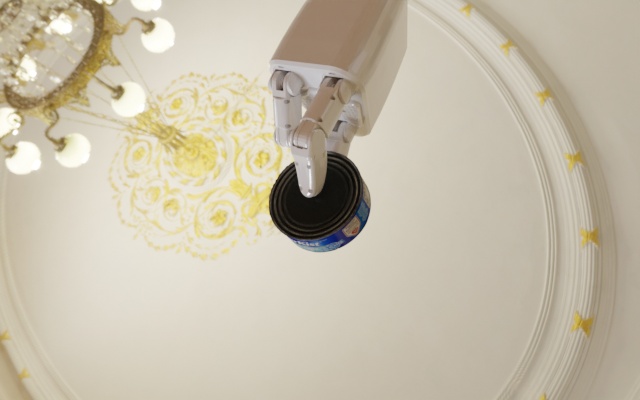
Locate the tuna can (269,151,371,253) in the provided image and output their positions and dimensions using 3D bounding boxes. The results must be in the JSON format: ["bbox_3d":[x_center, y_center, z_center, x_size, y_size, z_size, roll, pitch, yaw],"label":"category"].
[{"bbox_3d":[0.000,0.002,0.418,0.086,0.086,0.034,0,-27,23],"label":"tuna can"}]
